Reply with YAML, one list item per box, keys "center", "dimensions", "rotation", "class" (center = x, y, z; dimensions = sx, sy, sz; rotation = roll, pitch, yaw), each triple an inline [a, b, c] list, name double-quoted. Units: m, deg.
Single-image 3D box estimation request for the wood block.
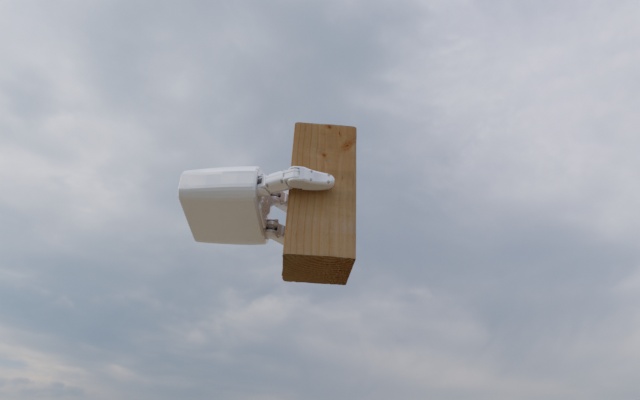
- center: [0.000, 0.002, 0.661]
  dimensions: [0.090, 0.206, 0.091]
  rotation: [4, -31, -3]
  class: "wood block"
